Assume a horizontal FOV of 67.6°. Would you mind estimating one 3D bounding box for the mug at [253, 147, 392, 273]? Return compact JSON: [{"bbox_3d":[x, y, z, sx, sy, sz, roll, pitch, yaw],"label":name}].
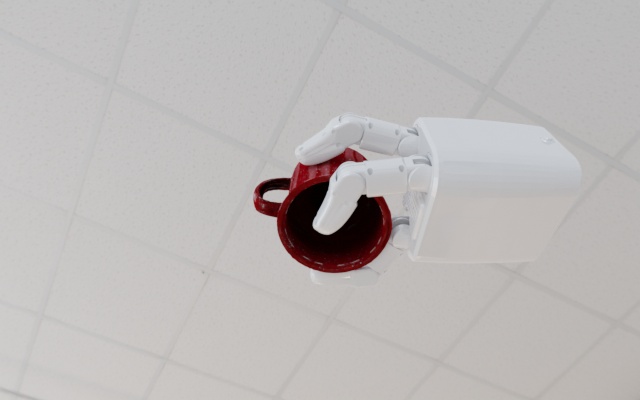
[{"bbox_3d":[-0.001,0.001,0.419,0.117,0.093,0.081,5,29,-1],"label":"mug"}]
